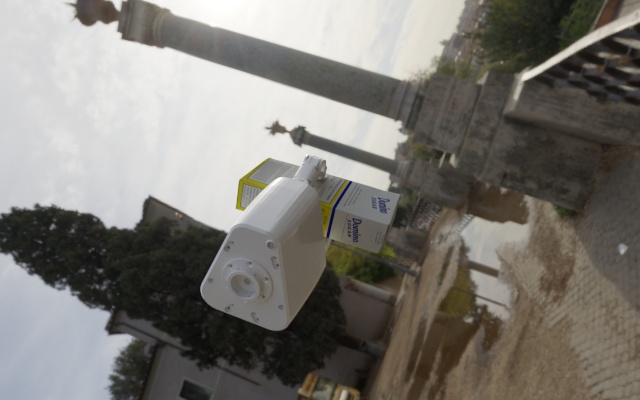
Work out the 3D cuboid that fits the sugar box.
[{"bbox_3d":[0.000,0.002,0.566,0.176,0.048,0.093,19,27,10],"label":"sugar box"}]
